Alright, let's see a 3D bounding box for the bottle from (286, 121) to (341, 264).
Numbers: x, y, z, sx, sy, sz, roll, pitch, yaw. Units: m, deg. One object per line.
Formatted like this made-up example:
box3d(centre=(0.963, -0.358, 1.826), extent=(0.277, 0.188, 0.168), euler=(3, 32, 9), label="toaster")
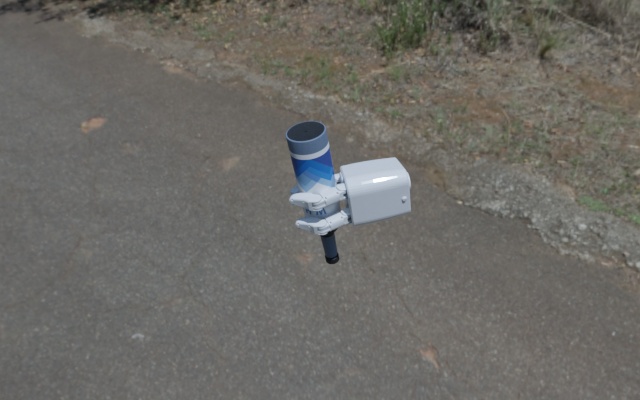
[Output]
box3d(centre=(0.000, 0.003, 0.858), extent=(0.069, 0.296, 0.069), euler=(-7, 38, 6), label="bottle")
